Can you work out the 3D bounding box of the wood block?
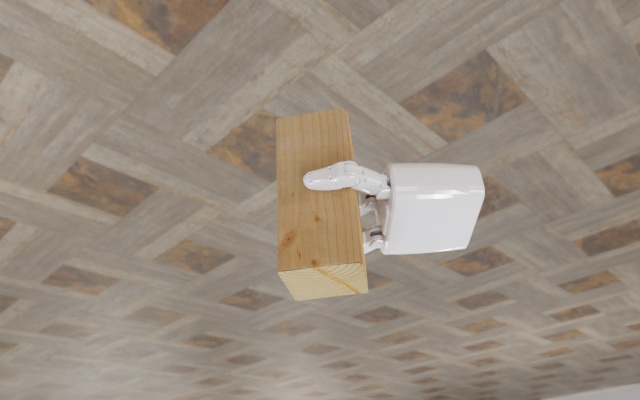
[{"bbox_3d":[0.000,0.002,0.571,0.090,0.206,0.091,-7,-31,6],"label":"wood block"}]
